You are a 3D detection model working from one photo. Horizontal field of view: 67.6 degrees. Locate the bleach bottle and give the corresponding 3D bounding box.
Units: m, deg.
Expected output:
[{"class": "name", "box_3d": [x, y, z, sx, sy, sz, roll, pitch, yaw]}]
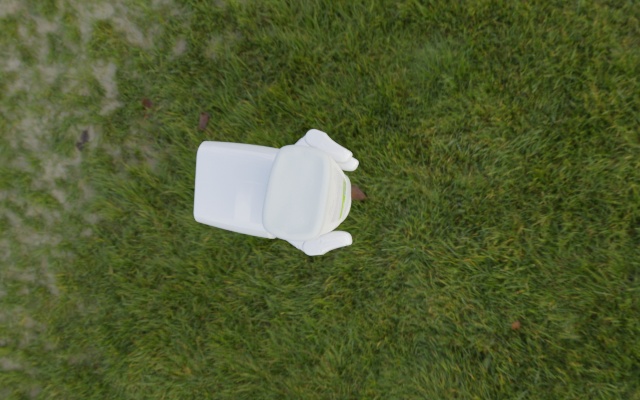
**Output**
[{"class": "bleach bottle", "box_3d": [0.000, 0.002, 0.604, 0.068, 0.102, 0.251, 10, -4, 12]}]
